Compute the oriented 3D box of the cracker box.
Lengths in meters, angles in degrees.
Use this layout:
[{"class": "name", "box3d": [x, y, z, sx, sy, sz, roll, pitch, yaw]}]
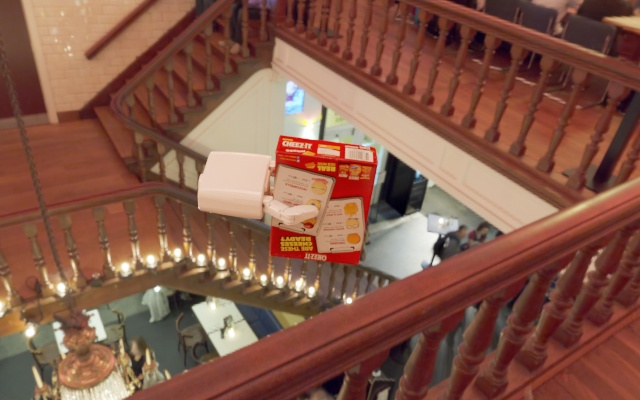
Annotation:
[{"class": "cracker box", "box3d": [0.000, 0.003, 0.824, 0.164, 0.214, 0.072, 6, 34, -1]}]
